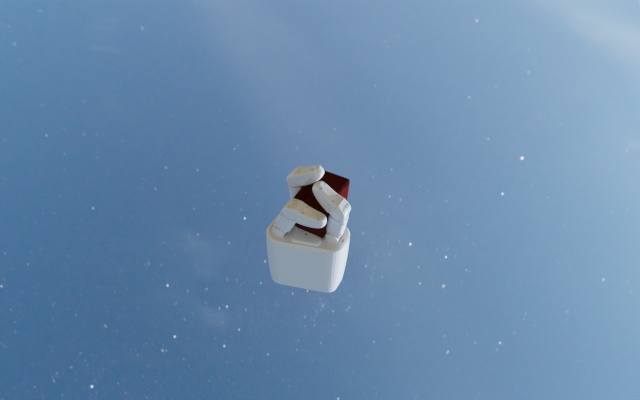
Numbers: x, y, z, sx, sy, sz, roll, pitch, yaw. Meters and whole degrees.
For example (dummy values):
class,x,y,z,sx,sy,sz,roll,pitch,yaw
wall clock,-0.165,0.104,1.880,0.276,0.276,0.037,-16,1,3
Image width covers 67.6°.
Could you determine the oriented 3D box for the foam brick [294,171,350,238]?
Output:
class,x,y,z,sx,sy,sz,roll,pitch,yaw
foam brick,0.000,0.002,0.675,0.053,0.051,0.078,22,47,18
